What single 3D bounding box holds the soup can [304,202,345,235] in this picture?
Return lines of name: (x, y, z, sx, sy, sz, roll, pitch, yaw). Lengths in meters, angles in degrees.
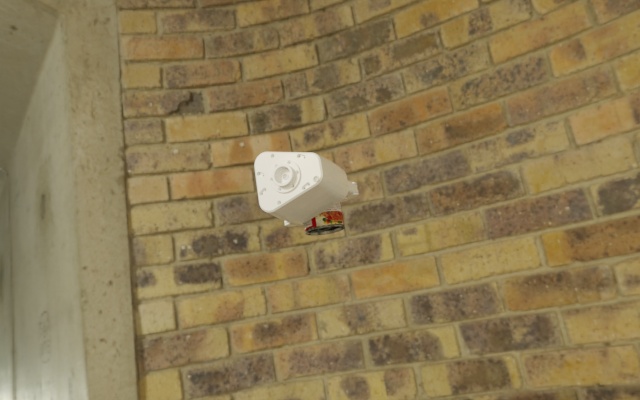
soup can: (0.000, 0.002, 0.812, 0.068, 0.102, 0.068, -9, -14, -2)
